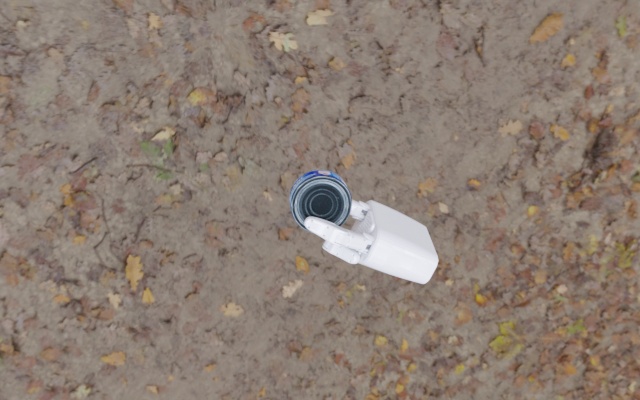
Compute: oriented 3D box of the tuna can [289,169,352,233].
[{"bbox_3d":[0.000,0.002,0.659,0.086,0.086,0.033,0,18,-6],"label":"tuna can"}]
